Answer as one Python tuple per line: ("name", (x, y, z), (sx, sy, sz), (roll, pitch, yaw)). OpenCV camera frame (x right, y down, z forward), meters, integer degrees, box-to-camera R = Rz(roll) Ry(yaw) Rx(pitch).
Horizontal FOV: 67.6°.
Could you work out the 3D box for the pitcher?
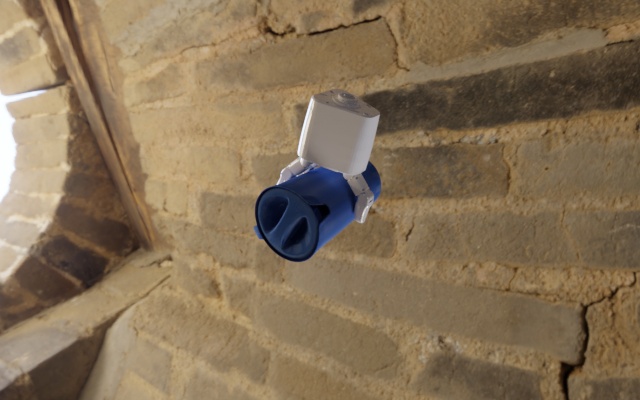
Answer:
("pitcher", (0.000, 0.003, 0.863), (0.149, 0.145, 0.242), (29, 35, 24))
